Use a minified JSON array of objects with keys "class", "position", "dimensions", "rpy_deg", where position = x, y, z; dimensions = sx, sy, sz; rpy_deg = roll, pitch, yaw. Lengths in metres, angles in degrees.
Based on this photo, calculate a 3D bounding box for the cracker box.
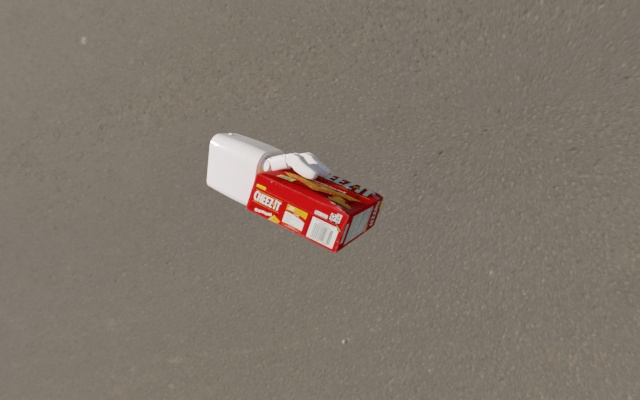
[{"class":"cracker box","position":[0.000,0.003,0.812],"dimensions":[0.164,0.072,0.213],"rpy_deg":[25,16,16]}]
